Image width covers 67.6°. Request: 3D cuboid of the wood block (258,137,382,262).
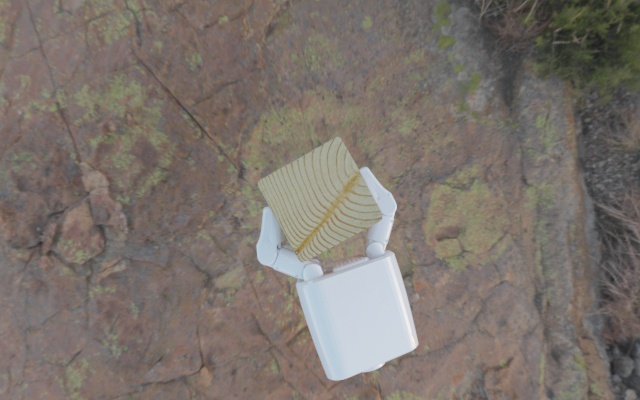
[{"bbox_3d":[0.001,0.002,0.543,0.091,0.090,0.206,-29,-1,-1],"label":"wood block"}]
